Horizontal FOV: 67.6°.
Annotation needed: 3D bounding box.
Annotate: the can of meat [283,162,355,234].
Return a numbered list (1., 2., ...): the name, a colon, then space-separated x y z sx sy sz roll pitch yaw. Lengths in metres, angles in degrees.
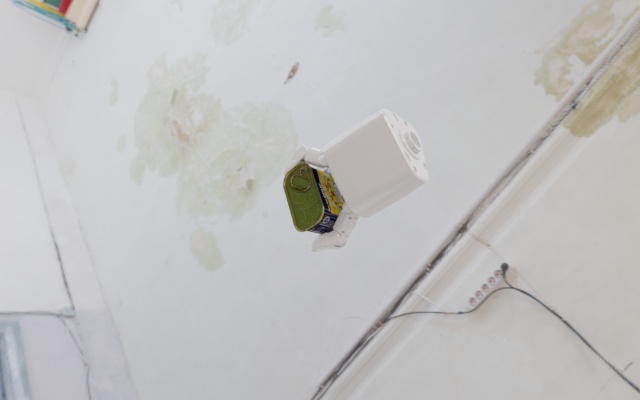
1. can of meat: 0.000 0.003 0.710 0.057 0.102 0.084 -35 -33 29
